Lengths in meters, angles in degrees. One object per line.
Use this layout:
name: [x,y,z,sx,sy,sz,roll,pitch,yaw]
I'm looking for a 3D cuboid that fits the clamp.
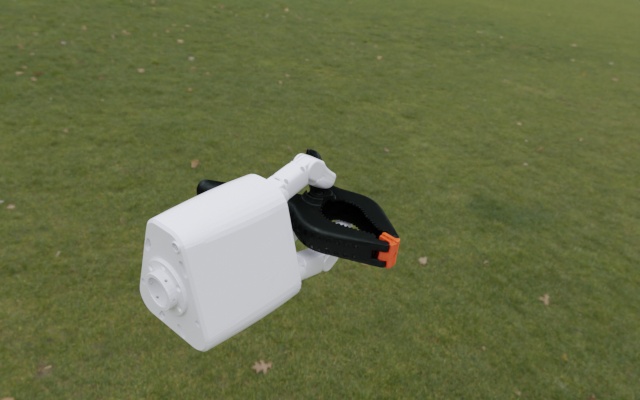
clamp: [0.000,0.001,0.492,0.210,0.036,0.164,26,36,31]
